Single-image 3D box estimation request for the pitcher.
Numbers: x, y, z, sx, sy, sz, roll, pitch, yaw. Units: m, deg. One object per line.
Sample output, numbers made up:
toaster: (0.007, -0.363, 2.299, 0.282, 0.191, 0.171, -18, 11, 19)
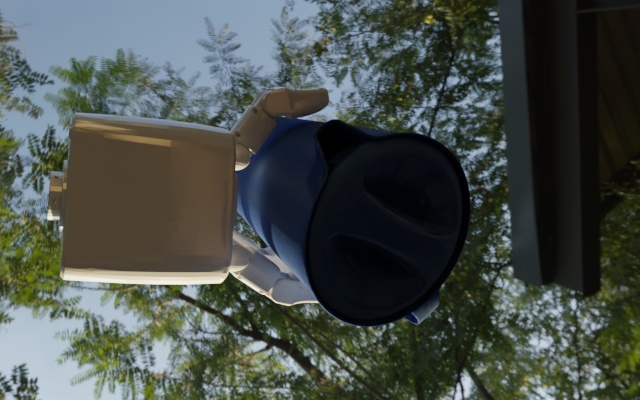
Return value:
pitcher: (0.000, 0.001, 0.412, 0.145, 0.149, 0.242, 5, 12, -29)
